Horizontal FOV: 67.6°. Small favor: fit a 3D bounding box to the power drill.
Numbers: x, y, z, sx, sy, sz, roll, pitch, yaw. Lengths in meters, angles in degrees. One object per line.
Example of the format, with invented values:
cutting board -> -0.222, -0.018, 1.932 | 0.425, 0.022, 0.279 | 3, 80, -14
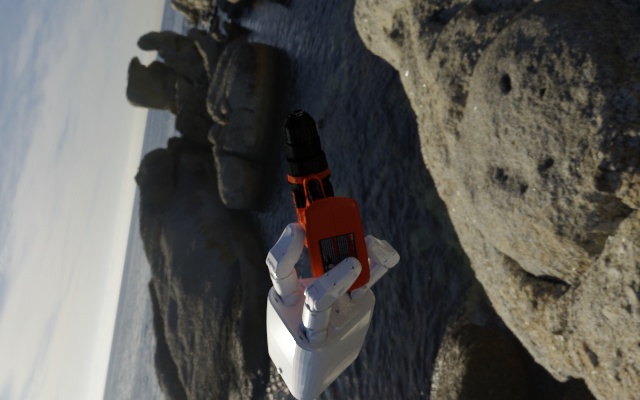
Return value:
power drill -> 0.000, 0.002, 0.534 | 0.057, 0.184, 0.187 | -14, 23, -3
